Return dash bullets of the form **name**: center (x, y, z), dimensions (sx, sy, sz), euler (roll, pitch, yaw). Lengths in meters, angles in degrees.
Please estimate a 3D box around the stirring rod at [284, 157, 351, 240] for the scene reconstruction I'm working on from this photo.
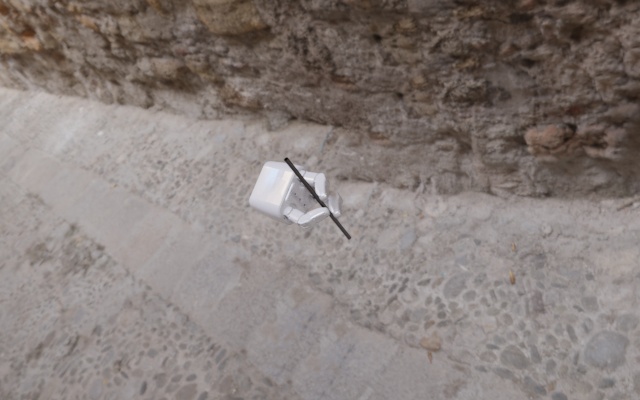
- **stirring rod**: center (0.000, 0.003, 0.875), dimensions (0.011, 0.011, 0.240), euler (0, -37, 37)
